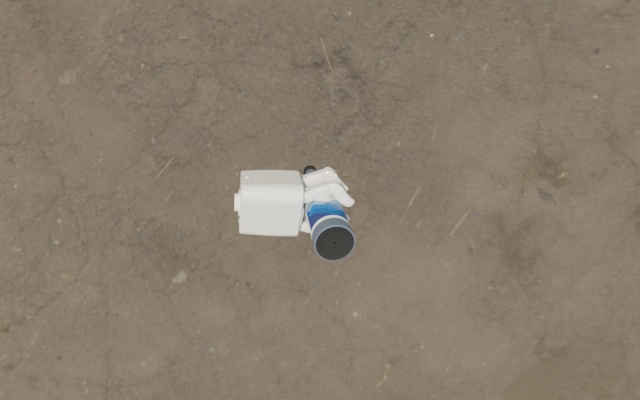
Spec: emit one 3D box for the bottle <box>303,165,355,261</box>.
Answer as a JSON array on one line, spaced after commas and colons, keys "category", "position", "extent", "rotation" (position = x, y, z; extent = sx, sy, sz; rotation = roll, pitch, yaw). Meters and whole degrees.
[{"category": "bottle", "position": [0.000, 0.003, 0.878], "extent": [0.069, 0.069, 0.295], "rotation": [0, 26, -10]}]
